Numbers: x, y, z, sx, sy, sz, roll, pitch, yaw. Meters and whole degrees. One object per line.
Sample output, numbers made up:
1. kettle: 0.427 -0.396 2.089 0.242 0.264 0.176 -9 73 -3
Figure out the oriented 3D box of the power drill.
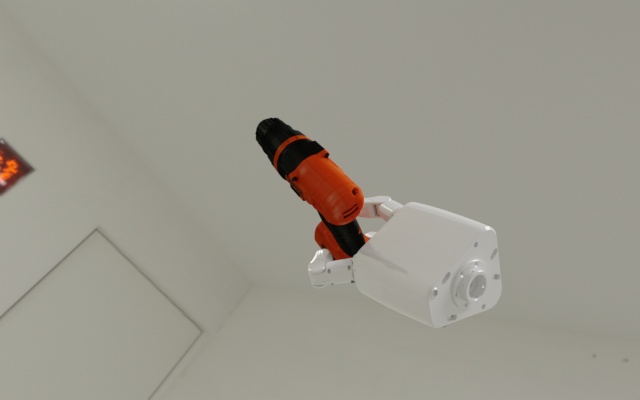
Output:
1. power drill: 0.000 0.002 0.566 0.057 0.188 0.184 -36 48 -7
